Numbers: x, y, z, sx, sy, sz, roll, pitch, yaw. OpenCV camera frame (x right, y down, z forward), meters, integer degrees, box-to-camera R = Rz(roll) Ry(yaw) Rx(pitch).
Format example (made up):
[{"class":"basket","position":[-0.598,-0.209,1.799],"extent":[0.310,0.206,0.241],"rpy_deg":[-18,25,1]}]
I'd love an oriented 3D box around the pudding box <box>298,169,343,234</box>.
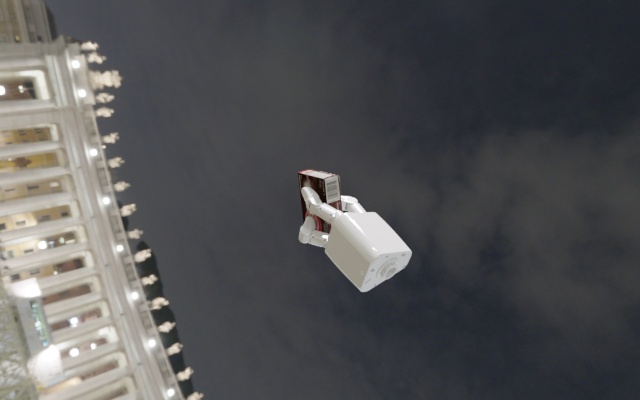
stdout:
[{"class":"pudding box","position":[0.000,0.003,0.895],"extent":[0.039,0.113,0.090],"rpy_deg":[-15,19,-33]}]
